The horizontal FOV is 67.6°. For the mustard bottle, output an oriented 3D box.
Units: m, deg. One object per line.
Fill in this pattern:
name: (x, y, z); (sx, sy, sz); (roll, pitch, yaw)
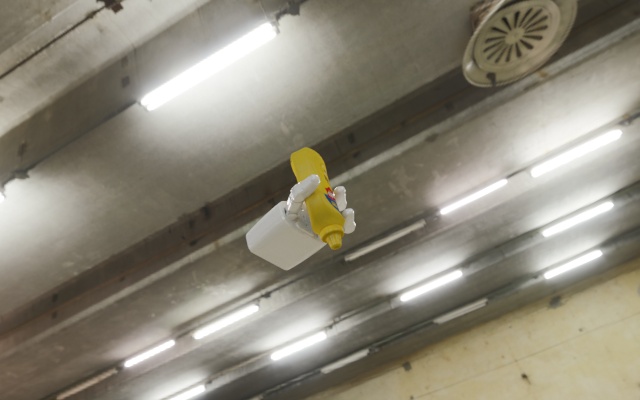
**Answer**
mustard bottle: (0.000, 0.002, 0.848); (0.058, 0.191, 0.096); (-24, -34, 7)
